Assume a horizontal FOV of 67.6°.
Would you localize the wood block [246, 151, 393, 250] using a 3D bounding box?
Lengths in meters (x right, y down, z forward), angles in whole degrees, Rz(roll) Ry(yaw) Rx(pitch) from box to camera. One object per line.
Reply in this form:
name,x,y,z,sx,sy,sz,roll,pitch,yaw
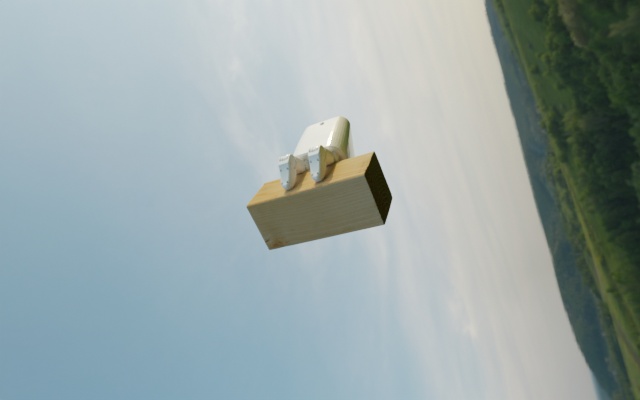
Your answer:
wood block,0.000,0.003,0.774,0.206,0.091,0.090,-15,24,25
